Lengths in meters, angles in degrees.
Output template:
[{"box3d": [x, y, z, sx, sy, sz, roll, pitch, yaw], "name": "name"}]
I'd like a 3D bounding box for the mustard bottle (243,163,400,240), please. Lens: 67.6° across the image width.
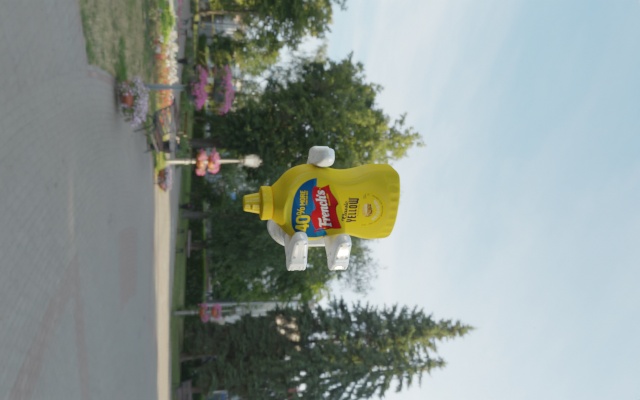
[{"box3d": [0.000, 0.002, 0.597, 0.191, 0.096, 0.058, 0, 25, -14], "name": "mustard bottle"}]
